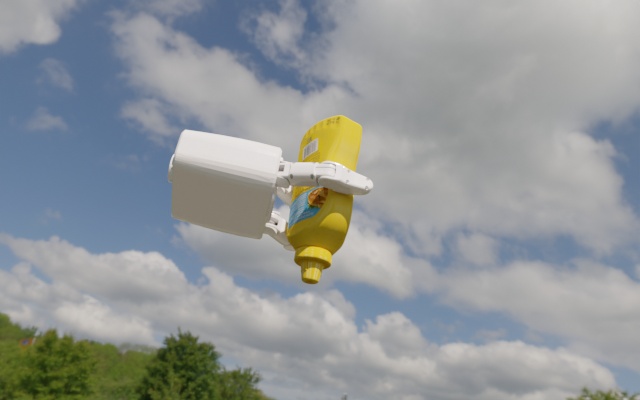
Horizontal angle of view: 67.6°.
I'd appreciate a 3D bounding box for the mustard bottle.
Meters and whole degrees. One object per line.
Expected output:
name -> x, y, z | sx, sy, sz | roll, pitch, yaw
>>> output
mustard bottle -> 0.000, 0.002, 0.549 | 0.058, 0.191, 0.096 | 24, -31, -28
